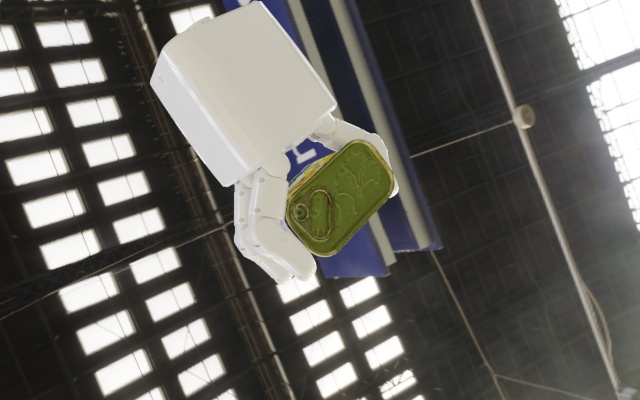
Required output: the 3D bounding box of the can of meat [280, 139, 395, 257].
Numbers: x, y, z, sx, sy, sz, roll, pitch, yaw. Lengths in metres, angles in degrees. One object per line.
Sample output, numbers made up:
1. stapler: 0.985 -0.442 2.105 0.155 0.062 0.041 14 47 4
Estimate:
1. can of meat: 0.000 0.001 0.411 0.102 0.057 0.084 -44 13 -25
